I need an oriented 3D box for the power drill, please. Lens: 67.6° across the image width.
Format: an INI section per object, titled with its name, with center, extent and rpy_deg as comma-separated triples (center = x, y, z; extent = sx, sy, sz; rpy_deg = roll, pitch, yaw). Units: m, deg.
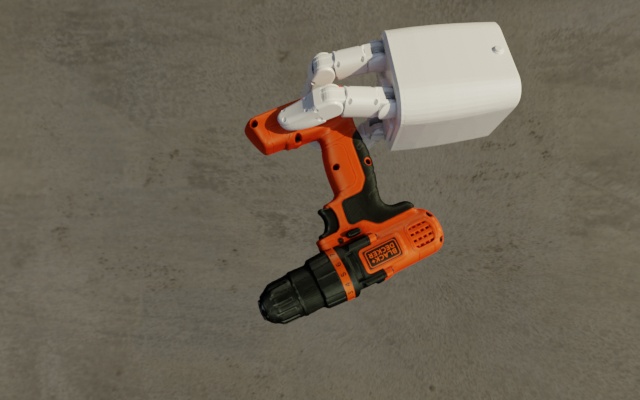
[power drill]
center = 0.000, 0.001, 0.448
extent = 0.184, 0.187, 0.057
rpy_deg = -24, -4, -12
